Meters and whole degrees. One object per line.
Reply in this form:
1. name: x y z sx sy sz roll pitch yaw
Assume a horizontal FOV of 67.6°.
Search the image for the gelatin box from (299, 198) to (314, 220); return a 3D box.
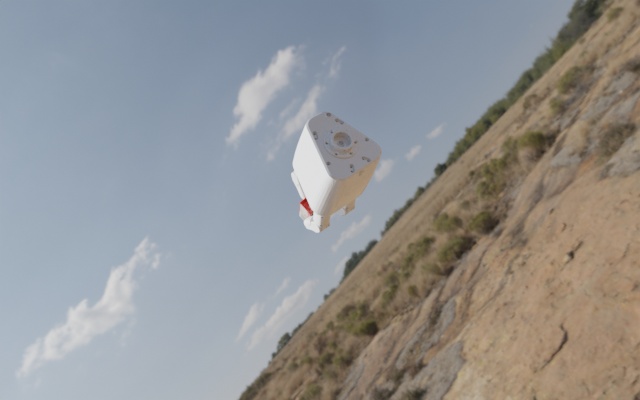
1. gelatin box: 0.000 0.002 0.825 0.073 0.030 0.089 -39 -11 -13
